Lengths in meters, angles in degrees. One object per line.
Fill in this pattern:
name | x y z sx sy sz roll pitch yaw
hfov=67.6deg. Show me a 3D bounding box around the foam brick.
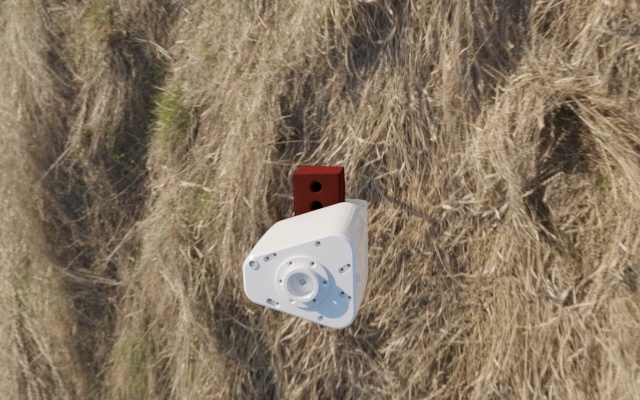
foam brick | 0.000 0.001 0.545 0.053 0.078 0.051 0 12 10
